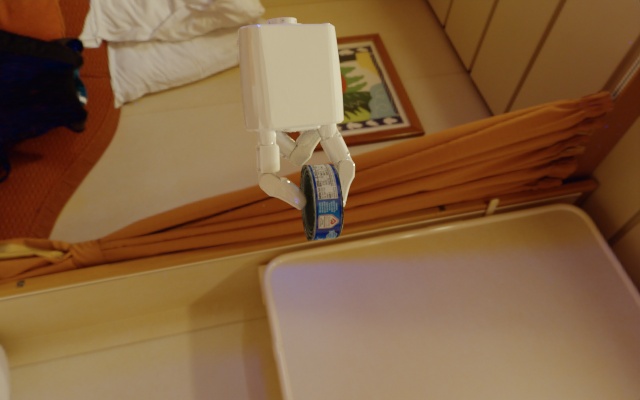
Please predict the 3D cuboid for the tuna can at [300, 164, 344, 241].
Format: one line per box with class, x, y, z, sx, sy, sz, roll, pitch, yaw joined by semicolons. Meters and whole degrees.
tuna can;0.001;0.002;0.537;0.034;0.086;0.086;-4;1;-11
